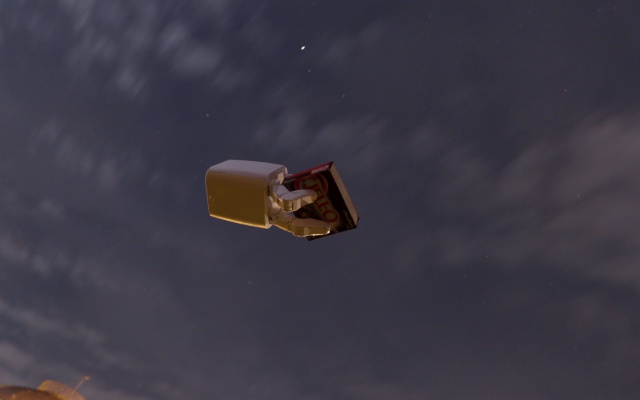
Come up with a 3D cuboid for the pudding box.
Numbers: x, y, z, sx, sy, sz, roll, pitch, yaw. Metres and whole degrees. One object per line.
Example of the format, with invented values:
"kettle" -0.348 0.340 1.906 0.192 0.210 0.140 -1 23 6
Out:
"pudding box" 0.000 0.002 0.770 0.090 0.113 0.039 -17 25 24
